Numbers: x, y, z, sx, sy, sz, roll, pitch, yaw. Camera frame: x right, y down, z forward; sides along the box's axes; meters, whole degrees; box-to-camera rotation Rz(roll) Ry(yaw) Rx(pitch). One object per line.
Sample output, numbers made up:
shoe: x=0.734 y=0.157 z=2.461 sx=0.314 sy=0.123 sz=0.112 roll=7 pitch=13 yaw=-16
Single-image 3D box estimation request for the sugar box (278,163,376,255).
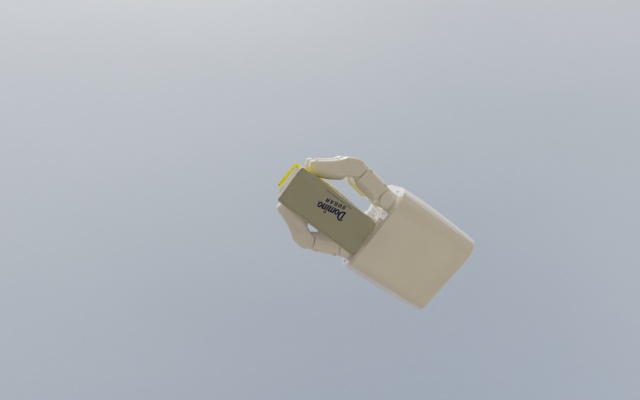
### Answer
sugar box: x=0.001 y=0.001 z=0.531 sx=0.093 sy=0.048 sz=0.176 roll=37 pitch=-1 yaw=-8
